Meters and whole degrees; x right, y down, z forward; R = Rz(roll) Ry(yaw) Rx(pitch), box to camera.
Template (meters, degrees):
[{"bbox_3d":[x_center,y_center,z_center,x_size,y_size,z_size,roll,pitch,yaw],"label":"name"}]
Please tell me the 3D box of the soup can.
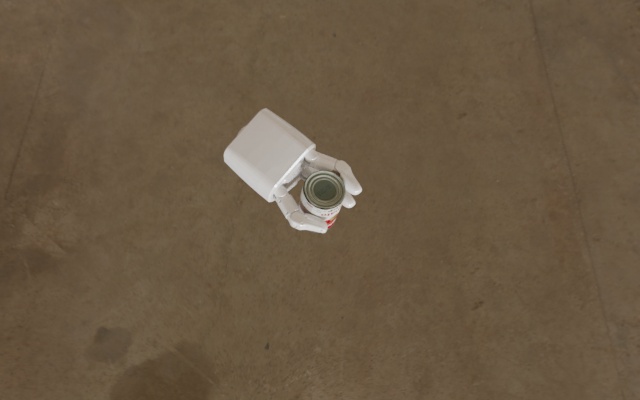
[{"bbox_3d":[0.000,0.003,0.771,0.068,0.068,0.102,0,-24,-8],"label":"soup can"}]
